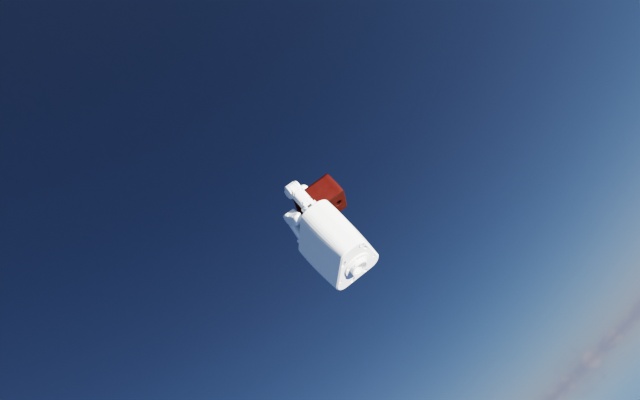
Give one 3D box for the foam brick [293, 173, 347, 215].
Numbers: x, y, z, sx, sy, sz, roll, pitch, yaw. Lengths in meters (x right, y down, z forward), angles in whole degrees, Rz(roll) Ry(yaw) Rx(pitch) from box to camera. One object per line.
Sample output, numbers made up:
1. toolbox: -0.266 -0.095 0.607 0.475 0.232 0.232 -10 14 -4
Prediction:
1. foam brick: 0.000 0.002 0.836 0.078 0.051 0.053 -36 -34 -14
